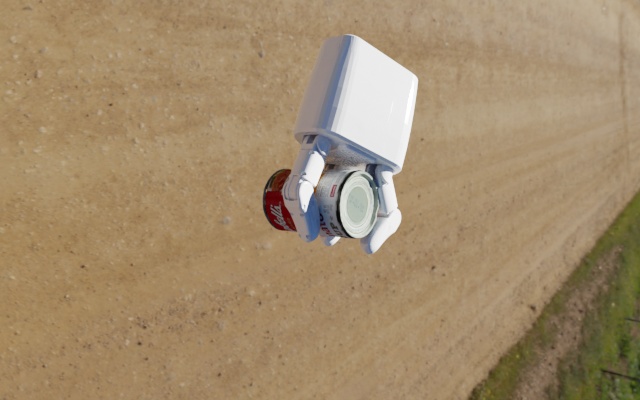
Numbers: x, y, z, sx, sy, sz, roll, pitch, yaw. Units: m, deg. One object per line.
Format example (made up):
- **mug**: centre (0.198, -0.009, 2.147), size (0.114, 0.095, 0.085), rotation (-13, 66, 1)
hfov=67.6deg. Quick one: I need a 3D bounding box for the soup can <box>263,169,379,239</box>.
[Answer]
- **soup can**: centre (0.000, 0.002, 0.488), size (0.102, 0.068, 0.068), rotation (4, 2, 40)
